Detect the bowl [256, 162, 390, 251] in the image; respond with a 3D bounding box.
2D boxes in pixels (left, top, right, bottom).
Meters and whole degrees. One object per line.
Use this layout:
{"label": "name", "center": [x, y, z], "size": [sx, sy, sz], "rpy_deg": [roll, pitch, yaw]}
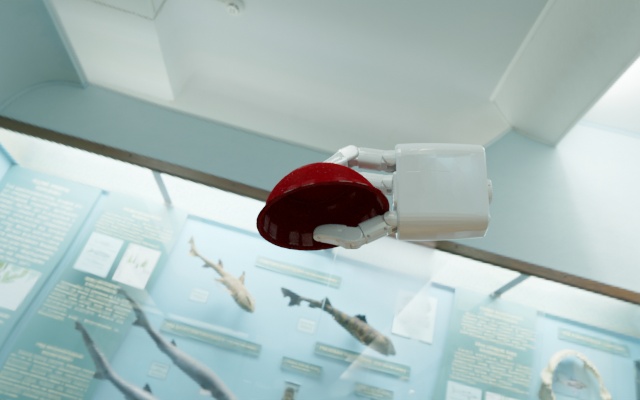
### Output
{"label": "bowl", "center": [-0.001, 0.002, 0.585], "size": [0.162, 0.055, 0.162], "rpy_deg": [-7, -32, -4]}
